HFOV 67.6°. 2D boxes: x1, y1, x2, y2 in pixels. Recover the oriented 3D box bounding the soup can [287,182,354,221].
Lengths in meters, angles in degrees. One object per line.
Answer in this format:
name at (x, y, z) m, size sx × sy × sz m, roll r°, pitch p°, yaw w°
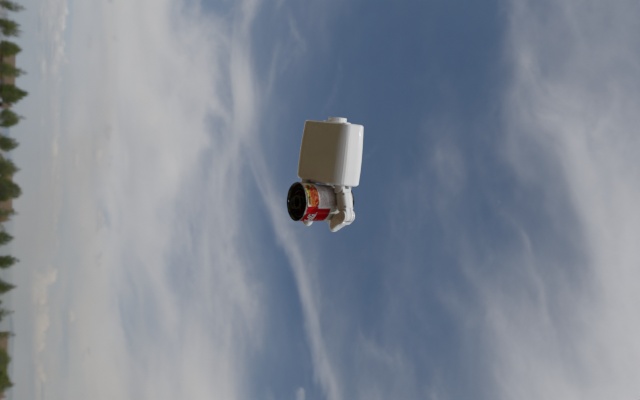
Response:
soup can at (0.000, 0.003, 0.851) m, size 0.102 × 0.068 × 0.068 m, roll 1°, pitch -1°, yaw -33°
